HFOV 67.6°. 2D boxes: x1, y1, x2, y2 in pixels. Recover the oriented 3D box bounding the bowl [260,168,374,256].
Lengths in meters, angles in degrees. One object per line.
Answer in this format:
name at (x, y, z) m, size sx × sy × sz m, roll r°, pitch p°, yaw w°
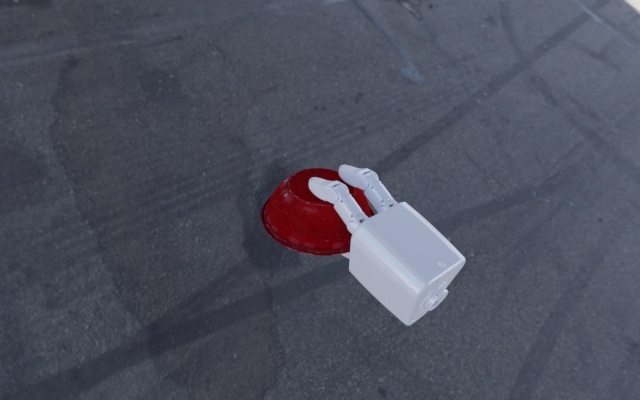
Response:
bowl at (-0.001, 0.001, 0.652) m, size 0.162 × 0.055 × 0.162 m, roll 4°, pitch 35°, yaw -3°
